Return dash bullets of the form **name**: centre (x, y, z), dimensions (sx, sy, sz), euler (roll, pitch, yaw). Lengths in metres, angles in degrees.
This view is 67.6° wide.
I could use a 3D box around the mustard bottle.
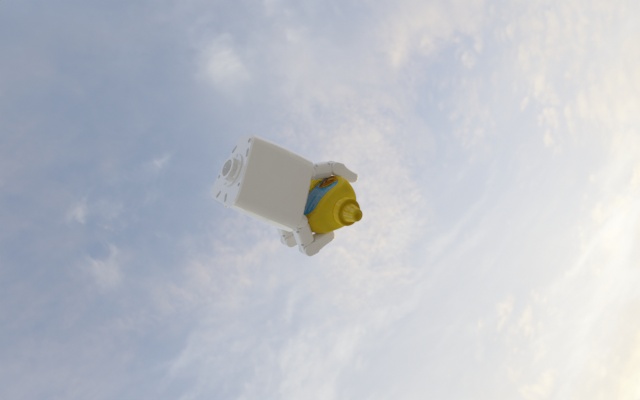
- **mustard bottle**: centre (0.000, 0.003, 0.738), dimensions (0.191, 0.096, 0.058), euler (19, -28, 55)
